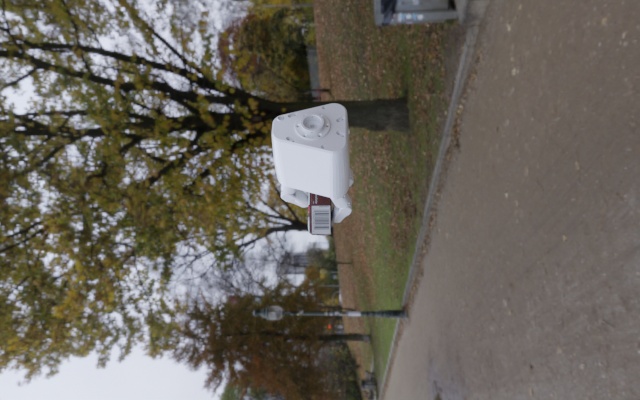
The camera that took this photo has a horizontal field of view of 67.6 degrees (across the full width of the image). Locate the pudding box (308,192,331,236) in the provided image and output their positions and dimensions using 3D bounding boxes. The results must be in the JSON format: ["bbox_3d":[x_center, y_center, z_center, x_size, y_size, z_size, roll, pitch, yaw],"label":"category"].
[{"bbox_3d":[0.000,0.003,0.806,0.039,0.113,0.090,1,-4,1],"label":"pudding box"}]
